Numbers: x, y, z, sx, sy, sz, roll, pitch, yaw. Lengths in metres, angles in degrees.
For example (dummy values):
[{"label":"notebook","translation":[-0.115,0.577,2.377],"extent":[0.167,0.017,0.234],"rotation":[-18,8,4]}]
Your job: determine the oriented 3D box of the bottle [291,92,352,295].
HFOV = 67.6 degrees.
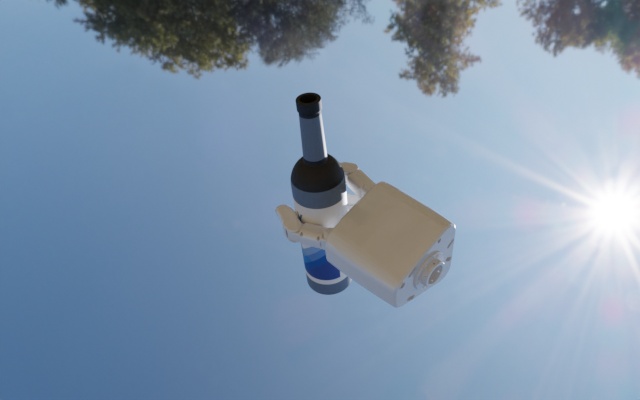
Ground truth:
[{"label":"bottle","translation":[0.000,0.002,0.601],"extent":[0.069,0.296,0.069],"rotation":[-4,41,3]}]
